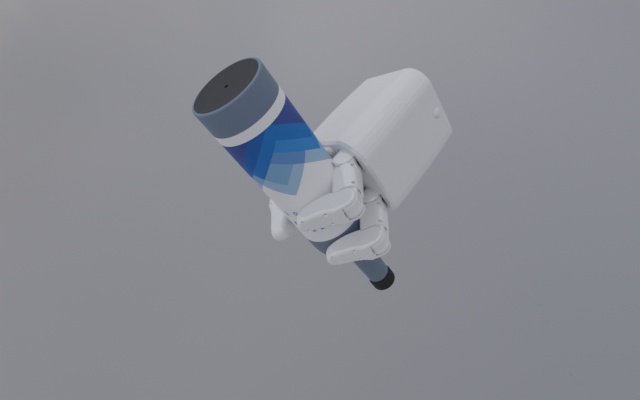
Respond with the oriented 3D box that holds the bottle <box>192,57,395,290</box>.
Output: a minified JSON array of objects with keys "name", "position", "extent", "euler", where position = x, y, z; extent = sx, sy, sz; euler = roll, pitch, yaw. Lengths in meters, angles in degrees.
[{"name":"bottle","position":[0.000,0.001,0.458],"extent":[0.069,0.069,0.296],"euler":[0,-38,39]}]
